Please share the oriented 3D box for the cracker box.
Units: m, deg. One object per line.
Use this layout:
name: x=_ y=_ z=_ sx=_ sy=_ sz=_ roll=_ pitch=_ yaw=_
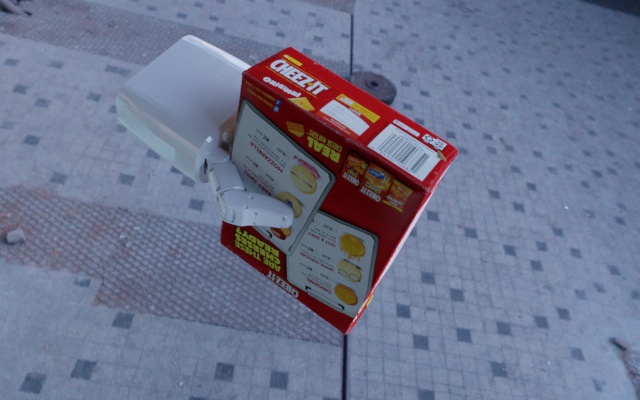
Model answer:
cracker box: x=0.000 y=0.001 z=0.425 sx=0.164 sy=0.214 sz=0.072 roll=34 pitch=49 yaw=14
